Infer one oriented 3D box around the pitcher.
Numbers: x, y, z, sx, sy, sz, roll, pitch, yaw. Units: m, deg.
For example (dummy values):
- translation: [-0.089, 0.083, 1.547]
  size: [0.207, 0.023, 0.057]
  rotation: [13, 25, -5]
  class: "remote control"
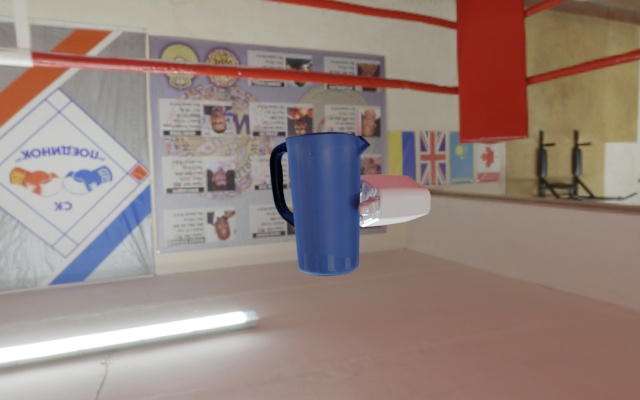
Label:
- translation: [0.000, 0.003, 0.840]
  size: [0.145, 0.243, 0.149]
  rotation: [-4, 5, -22]
  class: "pitcher"
